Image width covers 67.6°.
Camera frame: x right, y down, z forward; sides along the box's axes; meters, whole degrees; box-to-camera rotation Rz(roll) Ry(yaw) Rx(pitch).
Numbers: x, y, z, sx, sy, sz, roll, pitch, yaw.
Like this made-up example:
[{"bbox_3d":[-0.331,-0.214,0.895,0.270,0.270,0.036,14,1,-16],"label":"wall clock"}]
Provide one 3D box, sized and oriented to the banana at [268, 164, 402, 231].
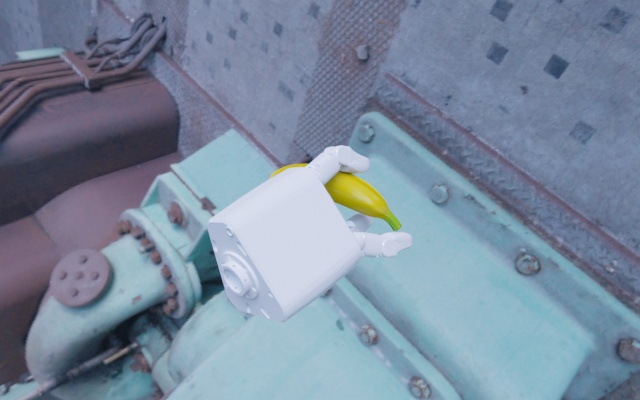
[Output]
[{"bbox_3d":[0.000,-0.012,0.560,0.197,0.070,0.037,18,45,35],"label":"banana"}]
